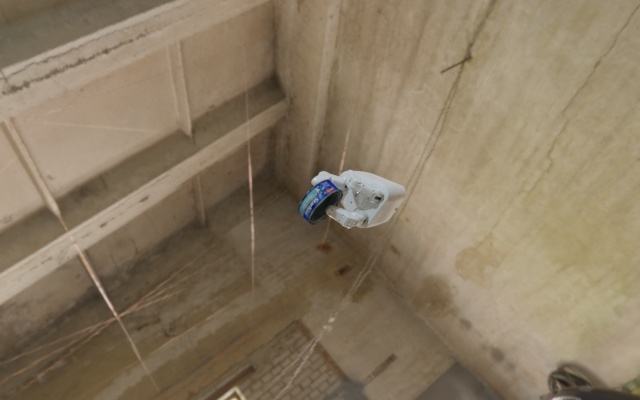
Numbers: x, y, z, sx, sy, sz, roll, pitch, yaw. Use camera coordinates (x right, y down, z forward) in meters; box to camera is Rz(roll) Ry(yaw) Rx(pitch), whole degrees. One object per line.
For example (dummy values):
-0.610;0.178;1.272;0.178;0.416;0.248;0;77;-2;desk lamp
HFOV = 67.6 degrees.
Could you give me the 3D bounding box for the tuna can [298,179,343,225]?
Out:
0.000;0.002;0.876;0.033;0.086;0.086;44;17;19;tuna can
